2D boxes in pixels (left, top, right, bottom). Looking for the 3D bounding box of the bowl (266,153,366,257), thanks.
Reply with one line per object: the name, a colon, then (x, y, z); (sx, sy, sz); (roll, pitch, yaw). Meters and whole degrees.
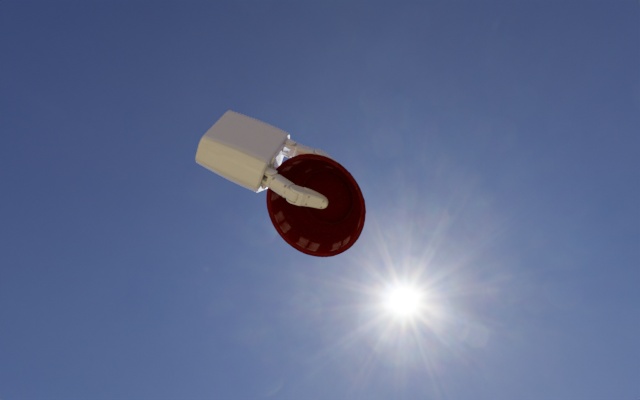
bowl: (0.001, 0.003, 0.731); (0.162, 0.162, 0.055); (0, 17, 25)
